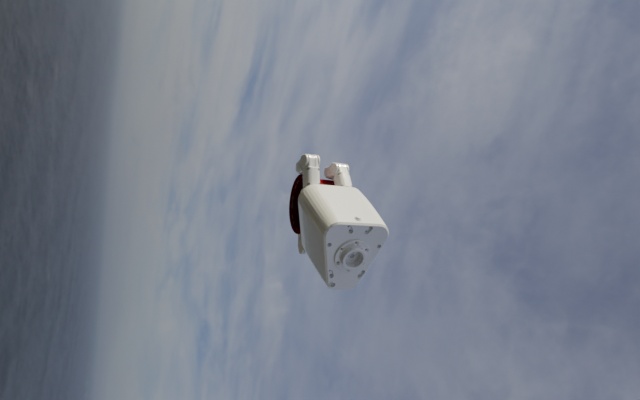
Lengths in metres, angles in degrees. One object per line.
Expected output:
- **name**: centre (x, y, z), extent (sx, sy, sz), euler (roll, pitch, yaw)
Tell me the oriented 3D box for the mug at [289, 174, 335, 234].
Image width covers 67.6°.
- **mug**: centre (0.000, 0.002, 0.758), extent (0.081, 0.093, 0.117), euler (5, 26, -22)
